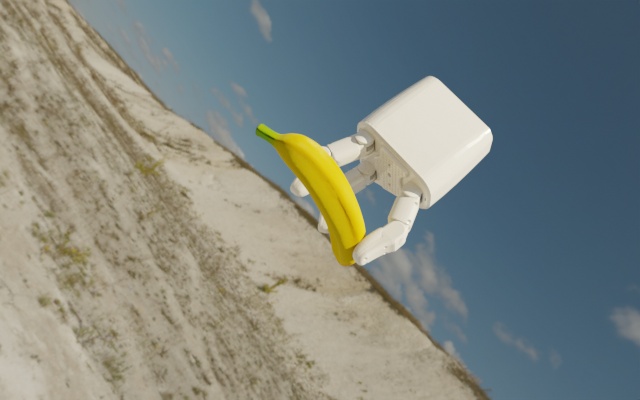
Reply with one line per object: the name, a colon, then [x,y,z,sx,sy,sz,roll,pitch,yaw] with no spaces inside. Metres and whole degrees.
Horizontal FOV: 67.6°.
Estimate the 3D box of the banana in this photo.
banana: [0.009,0.004,0.469,0.037,0.198,0.069,-42,36,-17]
